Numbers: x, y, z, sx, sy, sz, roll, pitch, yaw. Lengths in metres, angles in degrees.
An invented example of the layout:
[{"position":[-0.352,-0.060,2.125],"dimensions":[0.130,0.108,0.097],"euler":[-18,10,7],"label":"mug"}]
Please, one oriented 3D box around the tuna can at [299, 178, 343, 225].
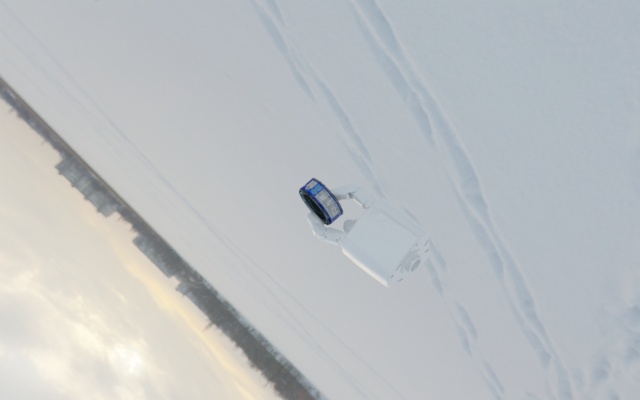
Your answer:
[{"position":[0.000,0.003,0.853],"dimensions":[0.033,0.086,0.086],"euler":[-40,11,-13],"label":"tuna can"}]
